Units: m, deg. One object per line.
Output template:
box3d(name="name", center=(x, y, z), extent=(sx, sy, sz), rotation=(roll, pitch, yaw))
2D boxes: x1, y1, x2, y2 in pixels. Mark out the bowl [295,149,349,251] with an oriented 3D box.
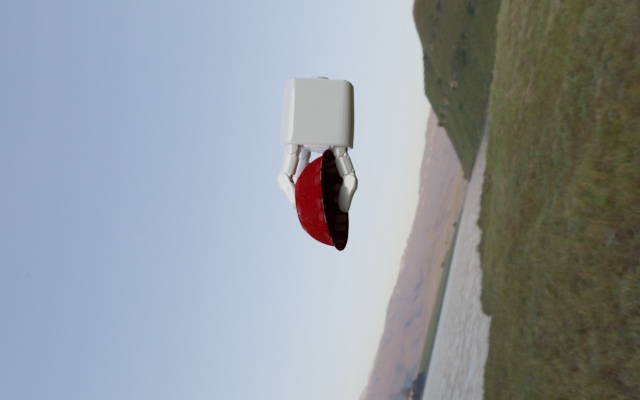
box3d(name="bowl", center=(0.000, 0.004, 0.754), extent=(0.055, 0.162, 0.162), rotation=(-8, -2, 15))
